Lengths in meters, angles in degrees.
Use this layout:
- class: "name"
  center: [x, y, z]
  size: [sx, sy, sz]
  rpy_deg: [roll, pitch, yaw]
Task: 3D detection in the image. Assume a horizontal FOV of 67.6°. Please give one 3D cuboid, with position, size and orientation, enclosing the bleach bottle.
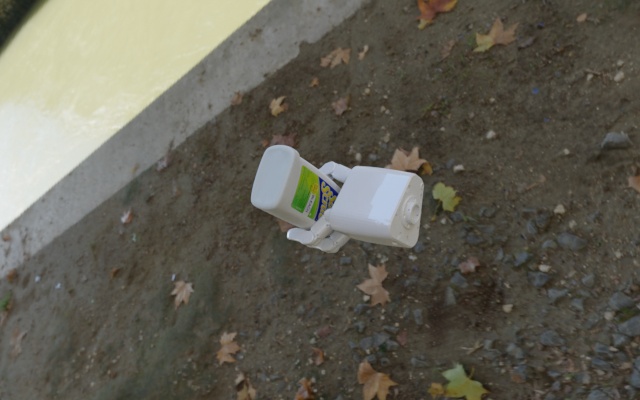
- class: "bleach bottle"
  center: [0.000, 0.003, 0.782]
  size: [0.068, 0.102, 0.251]
  rpy_deg: [11, -10, 39]
